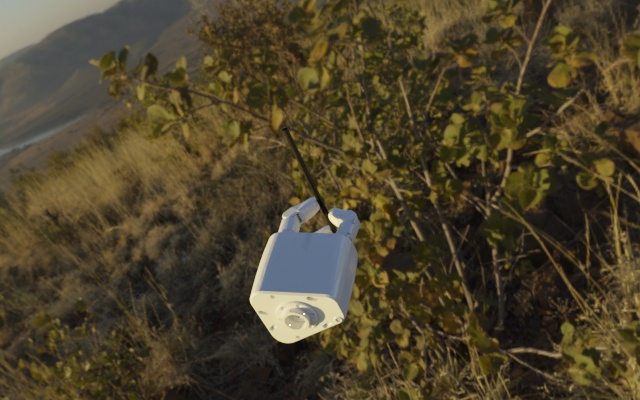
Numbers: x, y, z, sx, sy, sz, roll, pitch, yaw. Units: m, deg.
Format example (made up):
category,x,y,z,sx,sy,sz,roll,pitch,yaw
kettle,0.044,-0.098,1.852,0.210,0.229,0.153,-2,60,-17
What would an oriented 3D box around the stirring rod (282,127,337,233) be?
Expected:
category,x,y,z,sx,sy,sz,roll,pitch,yaw
stirring rod,0.000,0.002,0.674,0.011,0.240,0.011,-19,30,12
